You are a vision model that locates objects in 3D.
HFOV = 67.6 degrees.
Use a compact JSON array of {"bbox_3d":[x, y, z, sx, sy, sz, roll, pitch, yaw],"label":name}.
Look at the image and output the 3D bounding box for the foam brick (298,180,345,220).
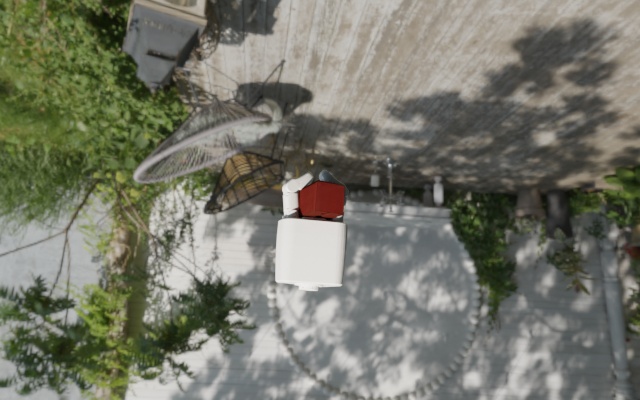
[{"bbox_3d":[0.000,0.002,0.797,0.053,0.051,0.078,10,-15,-24],"label":"foam brick"}]
